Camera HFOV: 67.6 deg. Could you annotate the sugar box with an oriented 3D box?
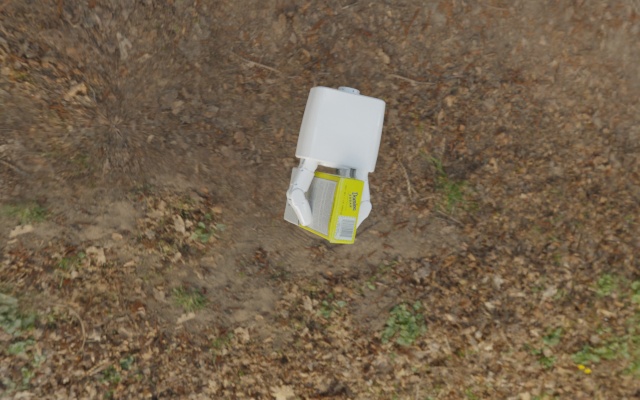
[{"bbox_3d":[0.001,0.002,0.739,0.048,0.093,0.176,8,5,-24],"label":"sugar box"}]
